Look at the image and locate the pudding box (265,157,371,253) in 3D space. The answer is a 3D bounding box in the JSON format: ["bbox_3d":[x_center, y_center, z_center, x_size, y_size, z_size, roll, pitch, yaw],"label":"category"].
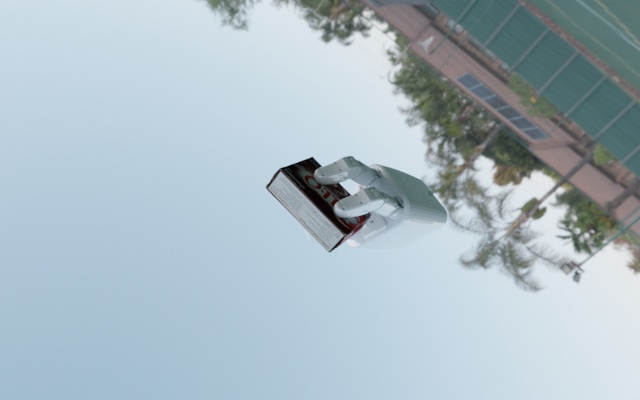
[{"bbox_3d":[0.000,0.002,0.586,0.113,0.039,0.090,43,26,9],"label":"pudding box"}]
